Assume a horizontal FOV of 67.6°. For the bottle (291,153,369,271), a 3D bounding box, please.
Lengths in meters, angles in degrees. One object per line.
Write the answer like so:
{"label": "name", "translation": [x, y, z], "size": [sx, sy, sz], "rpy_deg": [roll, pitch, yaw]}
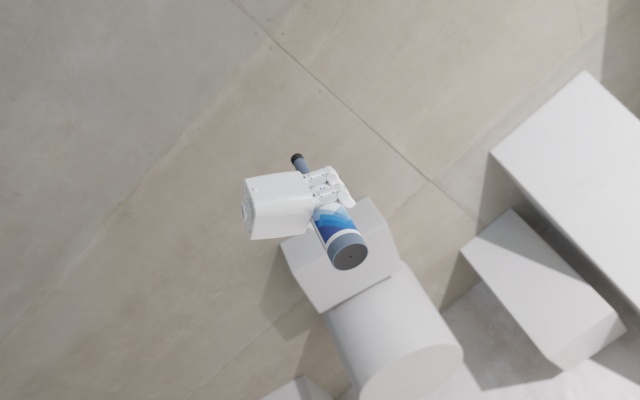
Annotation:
{"label": "bottle", "translation": [0.000, 0.003, 0.897], "size": [0.069, 0.069, 0.295], "rpy_deg": [0, 38, -26]}
